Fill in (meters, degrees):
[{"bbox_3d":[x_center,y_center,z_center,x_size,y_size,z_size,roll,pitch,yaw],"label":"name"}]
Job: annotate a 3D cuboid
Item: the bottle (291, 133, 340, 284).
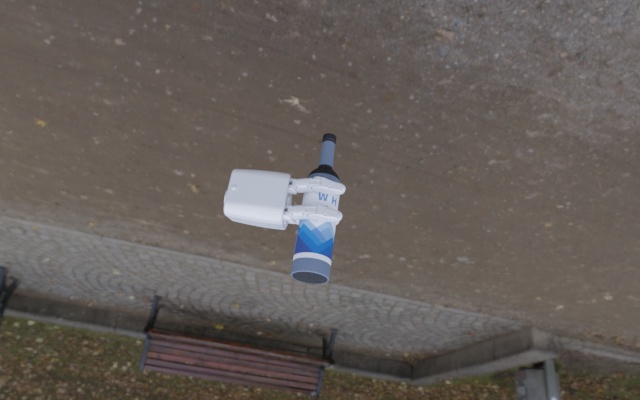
[{"bbox_3d":[0.000,0.003,0.883,0.069,0.295,0.069,6,-27,3],"label":"bottle"}]
